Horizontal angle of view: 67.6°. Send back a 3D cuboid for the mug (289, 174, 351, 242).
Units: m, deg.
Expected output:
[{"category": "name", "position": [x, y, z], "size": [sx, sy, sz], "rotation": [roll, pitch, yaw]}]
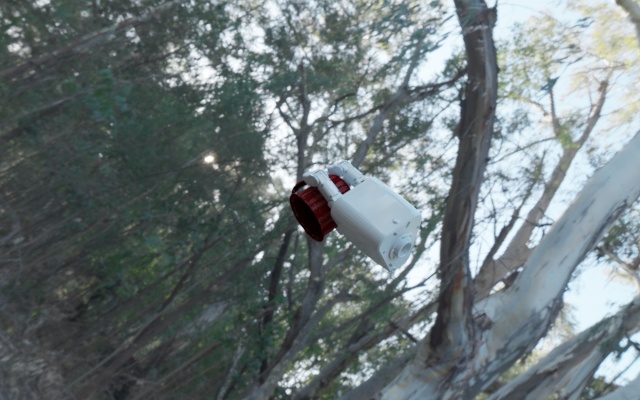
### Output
[{"category": "mug", "position": [-0.001, 0.002, 0.808], "size": [0.081, 0.093, 0.117], "rotation": [-33, 51, -22]}]
